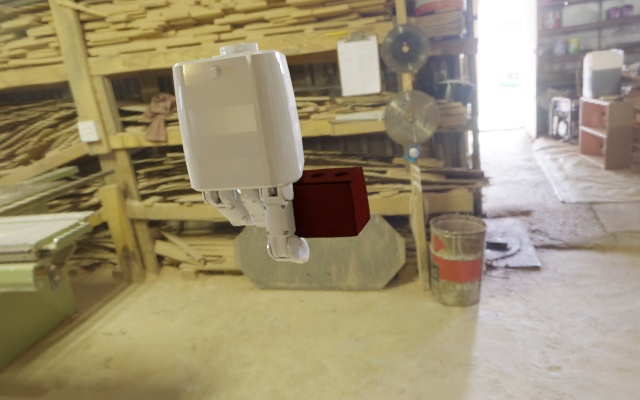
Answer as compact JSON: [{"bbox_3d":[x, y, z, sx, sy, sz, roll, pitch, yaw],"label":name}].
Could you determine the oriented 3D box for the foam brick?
[{"bbox_3d":[0.000,0.001,0.431,0.078,0.051,0.053,-3,15,18],"label":"foam brick"}]
